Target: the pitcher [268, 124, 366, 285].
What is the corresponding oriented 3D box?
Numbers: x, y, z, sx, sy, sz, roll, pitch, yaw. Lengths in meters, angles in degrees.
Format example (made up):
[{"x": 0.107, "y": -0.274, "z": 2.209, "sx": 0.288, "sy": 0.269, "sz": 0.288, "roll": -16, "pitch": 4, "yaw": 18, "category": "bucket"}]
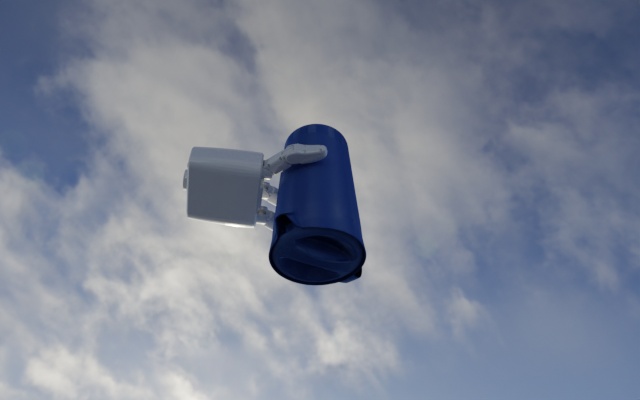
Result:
[{"x": 0.000, "y": 0.002, "z": 0.732, "sx": 0.145, "sy": 0.242, "sz": 0.149, "roll": 5, "pitch": -44, "yaw": -6, "category": "pitcher"}]
